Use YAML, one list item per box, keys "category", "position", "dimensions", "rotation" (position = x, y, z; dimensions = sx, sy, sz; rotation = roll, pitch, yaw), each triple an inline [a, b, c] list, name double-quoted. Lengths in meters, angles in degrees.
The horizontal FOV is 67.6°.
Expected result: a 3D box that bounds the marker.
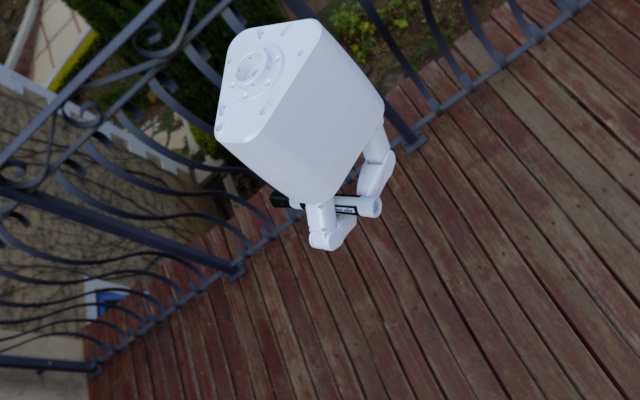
- category: "marker"
  position: [0.000, 0.002, 0.450]
  dimensions: [0.121, 0.020, 0.020]
  rotation: [5, 3, 35]
